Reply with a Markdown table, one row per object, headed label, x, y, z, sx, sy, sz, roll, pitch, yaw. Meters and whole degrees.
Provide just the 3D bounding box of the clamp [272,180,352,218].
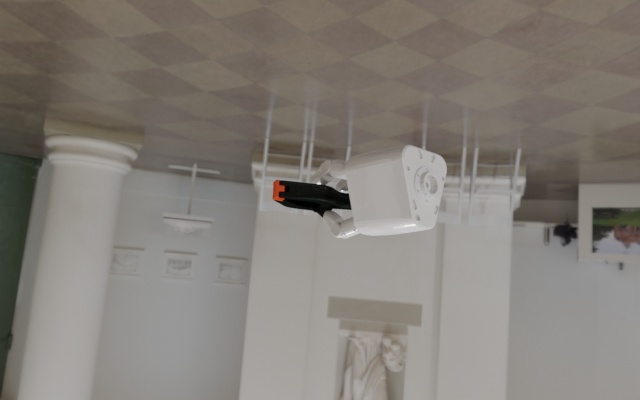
| label | x | y | z | sx | sy | sz | roll | pitch | yaw |
| --- | --- | --- | --- | --- | --- | --- | --- | --- | --- |
| clamp | 0.000 | 0.003 | 0.772 | 0.210 | 0.036 | 0.164 | 11 | -15 | -38 |
